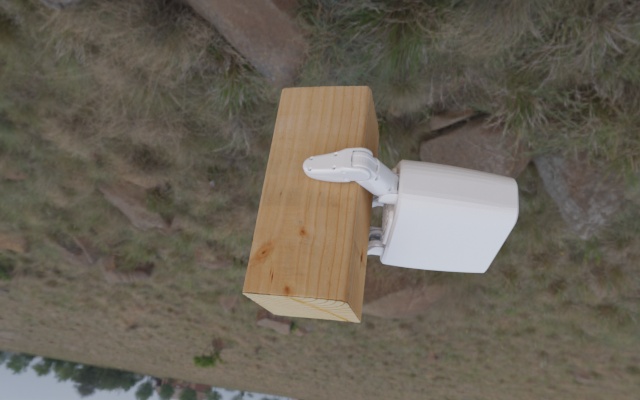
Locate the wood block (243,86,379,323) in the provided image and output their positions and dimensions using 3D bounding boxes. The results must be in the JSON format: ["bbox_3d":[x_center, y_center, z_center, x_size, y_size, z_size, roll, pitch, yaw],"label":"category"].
[{"bbox_3d":[0.000,0.002,0.459,0.090,0.206,0.091,2,-24,14],"label":"wood block"}]
